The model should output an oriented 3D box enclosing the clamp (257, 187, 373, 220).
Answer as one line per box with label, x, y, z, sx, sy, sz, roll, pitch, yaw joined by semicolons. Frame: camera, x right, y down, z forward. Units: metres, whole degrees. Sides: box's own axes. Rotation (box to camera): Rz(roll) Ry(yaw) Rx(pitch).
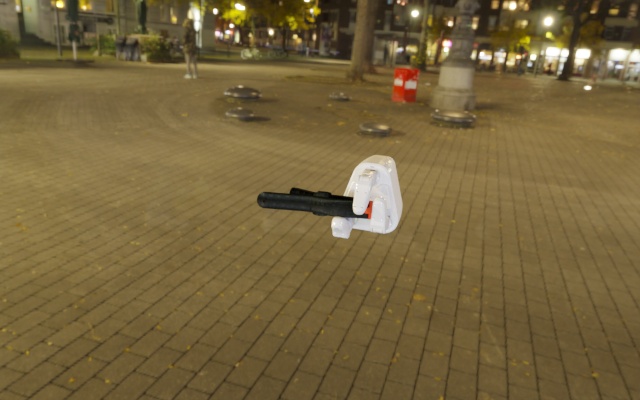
clamp;0.000;0.002;0.744;0.171;0.039;0.120;9;15;14
